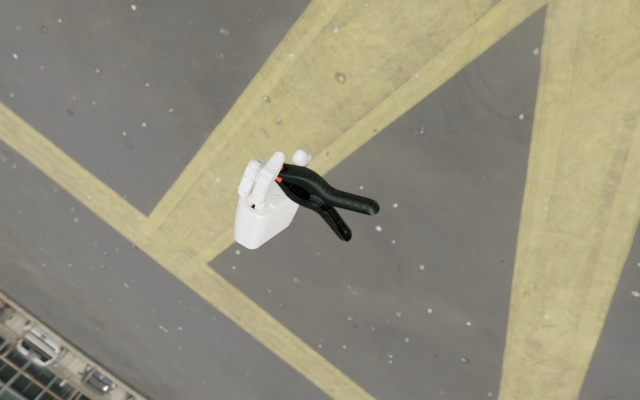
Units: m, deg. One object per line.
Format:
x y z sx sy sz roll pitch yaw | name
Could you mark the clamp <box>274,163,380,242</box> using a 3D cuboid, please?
0.000 0.003 0.749 0.171 0.039 0.120 30 -40 6 | clamp
